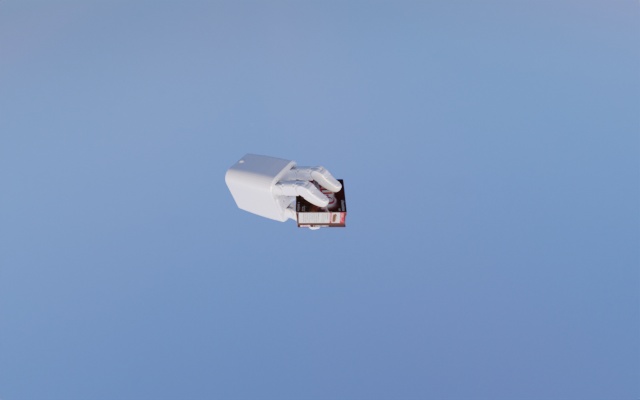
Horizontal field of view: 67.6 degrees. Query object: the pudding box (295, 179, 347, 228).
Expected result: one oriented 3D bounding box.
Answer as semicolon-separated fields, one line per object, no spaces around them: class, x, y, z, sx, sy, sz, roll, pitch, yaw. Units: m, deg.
pudding box;0.000;0.003;0.871;0.090;0.039;0.113;-1;36;-1
